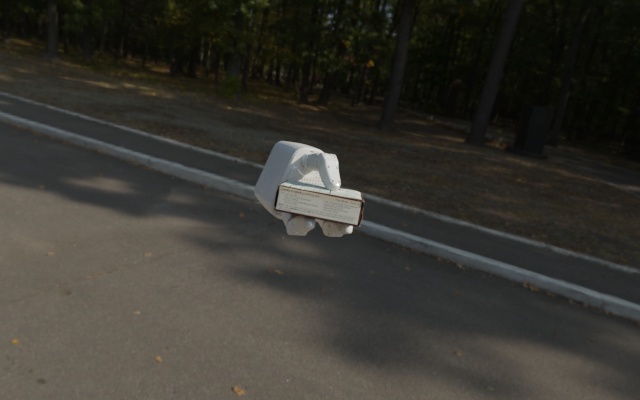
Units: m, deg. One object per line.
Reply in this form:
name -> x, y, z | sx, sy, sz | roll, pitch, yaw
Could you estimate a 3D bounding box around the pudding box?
pudding box -> 0.000, 0.002, 0.635 | 0.113, 0.039, 0.090 | 9, 8, 2
